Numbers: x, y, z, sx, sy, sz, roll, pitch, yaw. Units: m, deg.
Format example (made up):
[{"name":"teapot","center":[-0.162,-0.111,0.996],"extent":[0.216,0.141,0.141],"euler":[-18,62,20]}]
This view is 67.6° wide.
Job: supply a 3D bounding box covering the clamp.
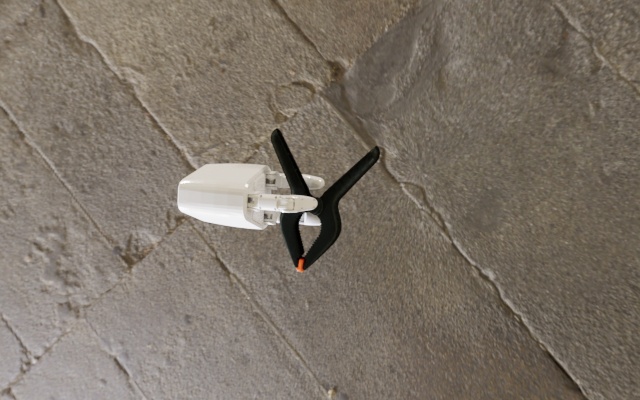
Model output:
[{"name":"clamp","center":[0.000,0.003,0.704],"extent":[0.164,0.210,0.036],"euler":[5,4,14]}]
